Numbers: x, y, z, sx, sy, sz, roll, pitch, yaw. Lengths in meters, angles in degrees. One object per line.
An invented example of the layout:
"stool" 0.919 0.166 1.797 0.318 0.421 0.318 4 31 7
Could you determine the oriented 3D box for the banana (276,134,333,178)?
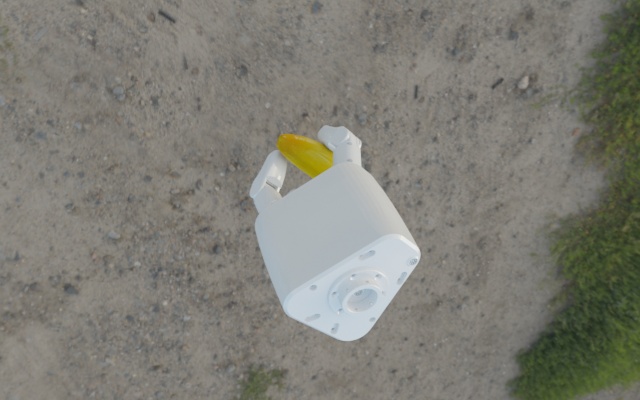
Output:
"banana" 0.018 -0.004 0.531 0.069 0.198 0.037 -24 41 0
